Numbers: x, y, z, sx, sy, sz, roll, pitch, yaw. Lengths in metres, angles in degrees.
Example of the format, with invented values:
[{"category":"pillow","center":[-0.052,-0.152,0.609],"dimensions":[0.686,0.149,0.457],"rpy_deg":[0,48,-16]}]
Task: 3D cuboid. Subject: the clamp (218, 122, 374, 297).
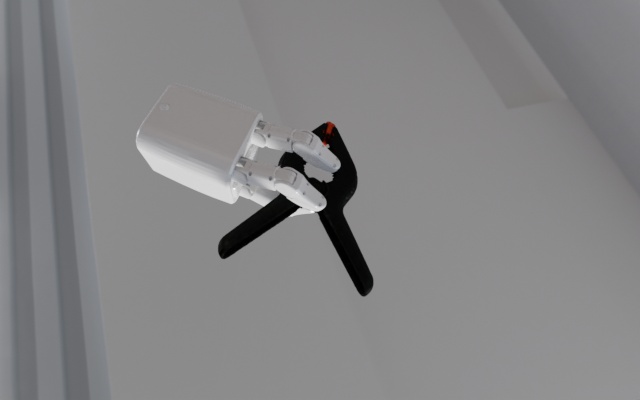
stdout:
[{"category":"clamp","center":[0.000,0.002,0.539],"dimensions":[0.164,0.209,0.036],"rpy_deg":[22,-33,-3]}]
